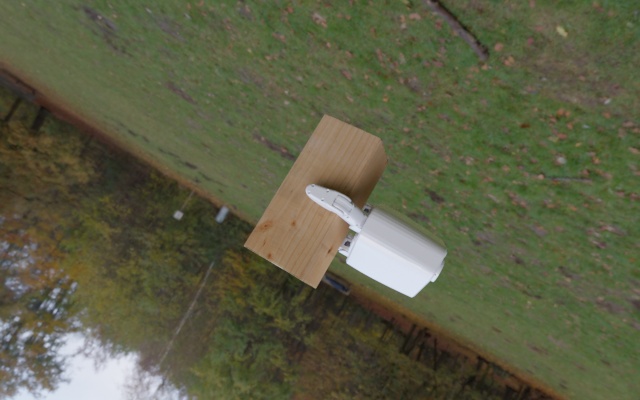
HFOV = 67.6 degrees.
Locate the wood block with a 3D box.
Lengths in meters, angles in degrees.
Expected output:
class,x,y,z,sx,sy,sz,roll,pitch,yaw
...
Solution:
class,x,y,z,sx,sy,sz,roll,pitch,yaw
wood block,0.000,0.002,0.647,0.090,0.206,0.091,27,-10,20
